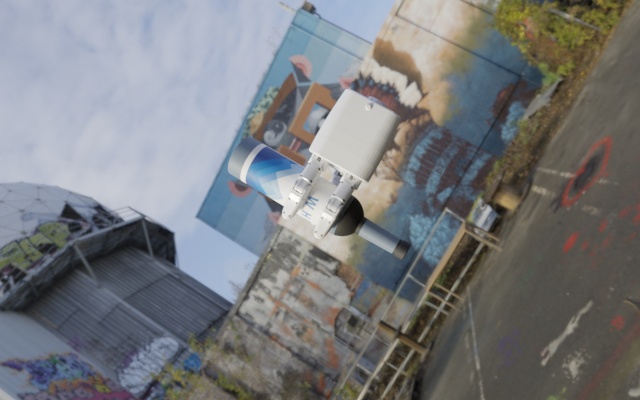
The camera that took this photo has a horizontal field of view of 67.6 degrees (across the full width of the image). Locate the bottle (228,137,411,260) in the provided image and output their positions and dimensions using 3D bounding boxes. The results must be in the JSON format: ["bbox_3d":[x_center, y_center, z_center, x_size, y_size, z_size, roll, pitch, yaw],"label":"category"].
[{"bbox_3d":[0.000,0.002,0.719,0.295,0.069,0.069,30,6,10],"label":"bottle"}]
